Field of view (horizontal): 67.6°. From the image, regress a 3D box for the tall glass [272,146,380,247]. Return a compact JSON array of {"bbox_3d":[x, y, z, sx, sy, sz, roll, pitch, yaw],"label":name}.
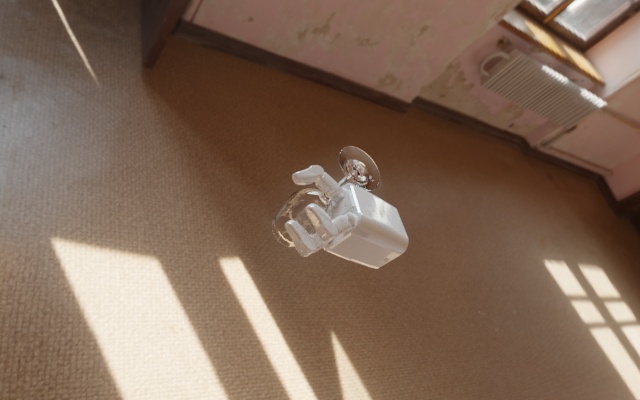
[{"bbox_3d":[0.000,0.002,0.741,0.079,0.079,0.201,0,-29,-41],"label":"tall glass"}]
